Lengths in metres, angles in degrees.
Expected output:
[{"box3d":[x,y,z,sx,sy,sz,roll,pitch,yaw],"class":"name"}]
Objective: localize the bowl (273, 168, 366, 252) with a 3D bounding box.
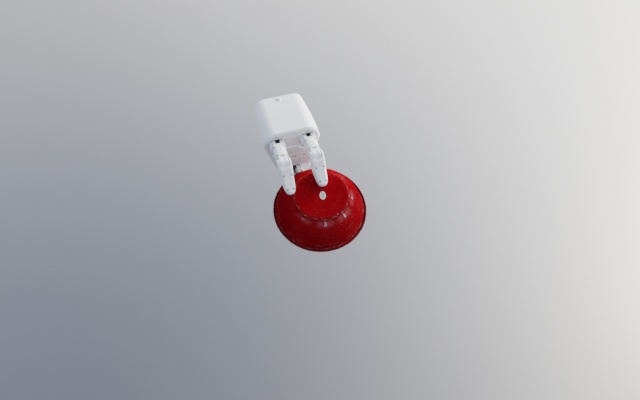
[{"box3d":[0.001,0.003,0.803,0.162,0.162,0.055,0,-27,-3],"class":"bowl"}]
